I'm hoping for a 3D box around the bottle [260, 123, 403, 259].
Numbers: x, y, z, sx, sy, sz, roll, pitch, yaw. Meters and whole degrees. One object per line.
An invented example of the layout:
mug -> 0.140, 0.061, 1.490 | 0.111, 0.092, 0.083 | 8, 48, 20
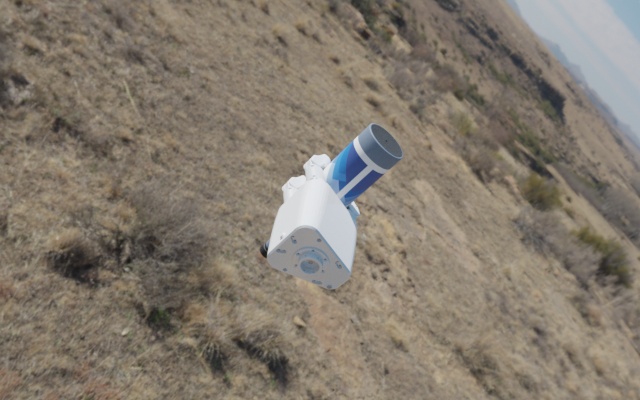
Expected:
bottle -> 0.000, 0.002, 0.747 | 0.296, 0.069, 0.069 | -43, -25, 30
